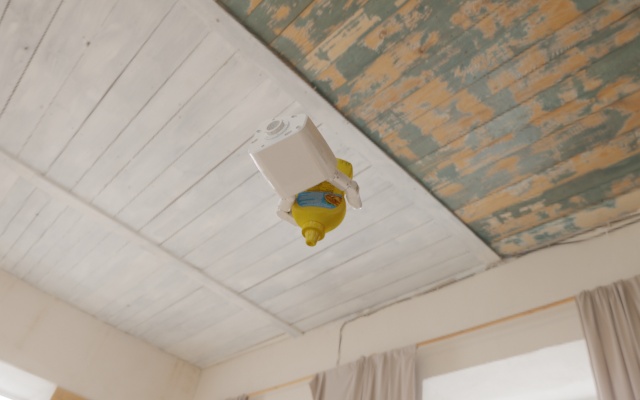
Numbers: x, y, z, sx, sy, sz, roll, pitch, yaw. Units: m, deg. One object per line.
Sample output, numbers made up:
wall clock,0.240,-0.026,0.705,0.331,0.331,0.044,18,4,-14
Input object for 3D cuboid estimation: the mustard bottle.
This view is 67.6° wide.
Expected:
mustard bottle,0.000,0.003,0.853,0.096,0.191,0.058,5,-44,9
